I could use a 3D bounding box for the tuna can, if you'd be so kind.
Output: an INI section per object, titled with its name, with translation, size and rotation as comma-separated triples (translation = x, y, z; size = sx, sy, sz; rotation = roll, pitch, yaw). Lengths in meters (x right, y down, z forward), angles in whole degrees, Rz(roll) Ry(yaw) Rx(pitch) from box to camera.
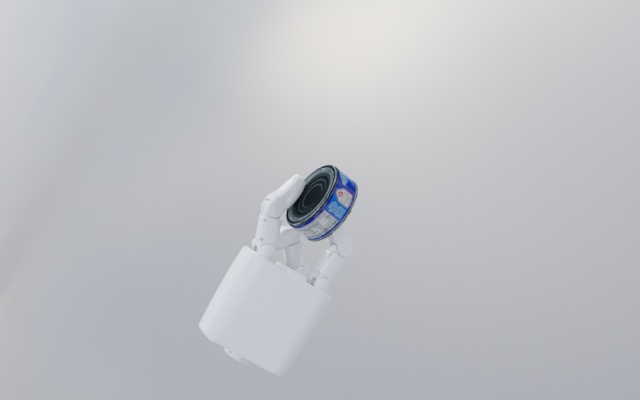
[tuna can]
translation = 0.000, 0.001, 0.543
size = 0.034, 0.086, 0.086
rotation = 38, -19, -25
